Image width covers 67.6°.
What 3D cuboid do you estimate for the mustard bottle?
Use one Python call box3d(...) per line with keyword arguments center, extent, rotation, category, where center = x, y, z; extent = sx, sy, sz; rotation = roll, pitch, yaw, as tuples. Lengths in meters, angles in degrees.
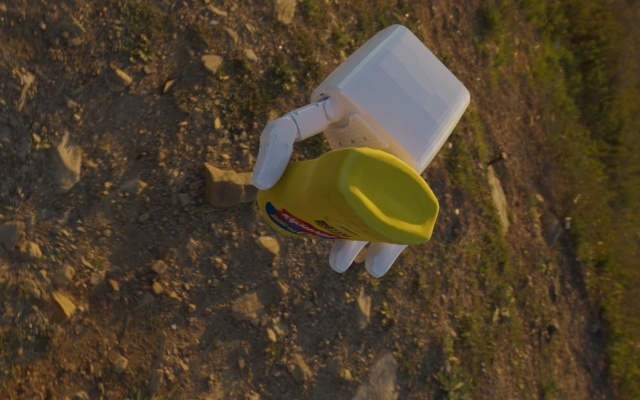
box3d(center=(0.000, 0.002, 0.409), extent=(0.096, 0.058, 0.191), rotation=(28, -17, -29), category="mustard bottle")
